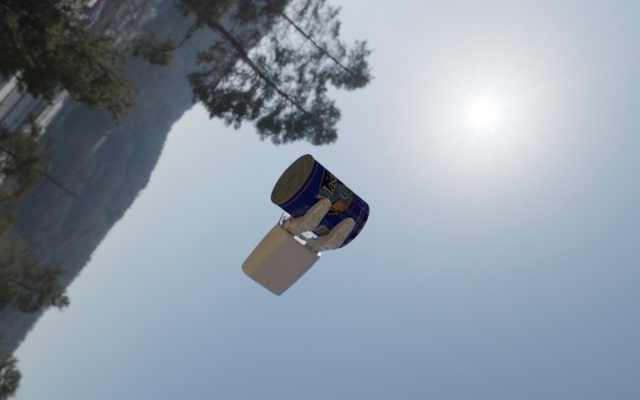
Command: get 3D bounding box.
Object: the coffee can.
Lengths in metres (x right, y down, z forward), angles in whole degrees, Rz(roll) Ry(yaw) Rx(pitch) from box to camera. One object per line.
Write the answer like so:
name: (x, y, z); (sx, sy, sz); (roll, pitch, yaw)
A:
coffee can: (0.000, 0.002, 0.820); (0.140, 0.102, 0.103); (39, -17, -23)
